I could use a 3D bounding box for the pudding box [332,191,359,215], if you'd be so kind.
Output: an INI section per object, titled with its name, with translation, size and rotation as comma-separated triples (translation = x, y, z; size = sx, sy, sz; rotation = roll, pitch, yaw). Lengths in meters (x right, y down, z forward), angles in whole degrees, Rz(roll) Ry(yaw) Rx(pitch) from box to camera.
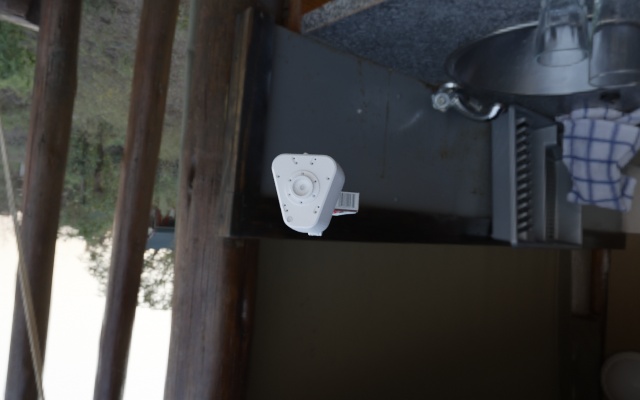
[pudding box]
translation = 0.000, 0.003, 0.850
size = 0.113, 0.039, 0.090
rotation = 7, -7, -21
